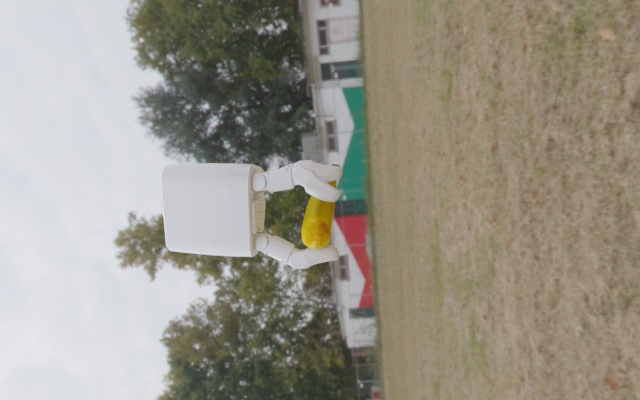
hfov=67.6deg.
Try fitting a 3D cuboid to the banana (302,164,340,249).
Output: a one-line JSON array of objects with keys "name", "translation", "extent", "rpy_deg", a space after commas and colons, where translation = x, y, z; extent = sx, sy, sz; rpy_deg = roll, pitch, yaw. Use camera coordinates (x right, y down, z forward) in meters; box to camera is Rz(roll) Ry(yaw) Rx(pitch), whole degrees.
[{"name": "banana", "translation": [-0.002, 0.017, 0.594], "extent": [0.037, 0.070, 0.197], "rpy_deg": [8, 25, 2]}]
